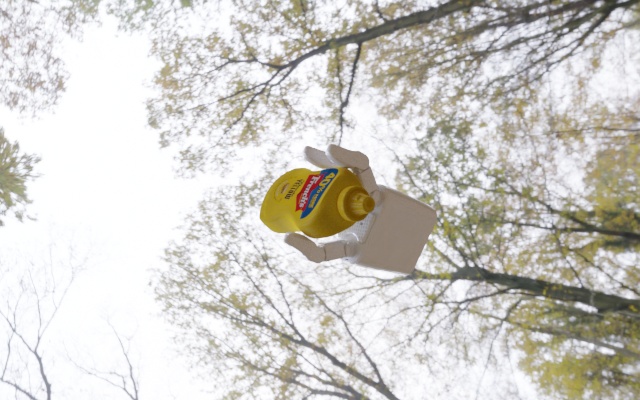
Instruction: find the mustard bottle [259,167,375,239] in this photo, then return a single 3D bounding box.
[{"bbox_3d":[0.000,0.002,0.601,0.058,0.096,0.191,46,-22,-27],"label":"mustard bottle"}]
